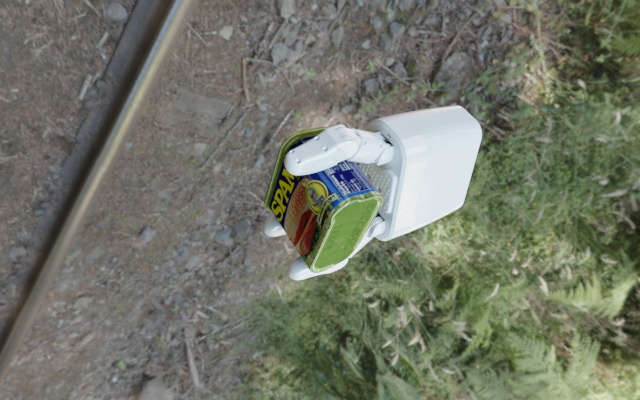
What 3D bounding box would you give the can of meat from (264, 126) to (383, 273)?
[{"bbox_3d":[0.000,0.002,0.421,0.057,0.084,0.102,-15,-35,-33],"label":"can of meat"}]
